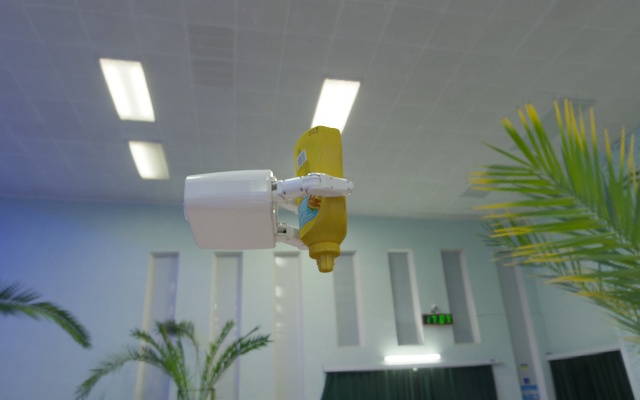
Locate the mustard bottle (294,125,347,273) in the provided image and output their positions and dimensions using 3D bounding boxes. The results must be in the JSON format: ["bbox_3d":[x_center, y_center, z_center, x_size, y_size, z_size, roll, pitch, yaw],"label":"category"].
[{"bbox_3d":[0.000,0.002,0.641,0.058,0.191,0.096,8,-26,-24],"label":"mustard bottle"}]
